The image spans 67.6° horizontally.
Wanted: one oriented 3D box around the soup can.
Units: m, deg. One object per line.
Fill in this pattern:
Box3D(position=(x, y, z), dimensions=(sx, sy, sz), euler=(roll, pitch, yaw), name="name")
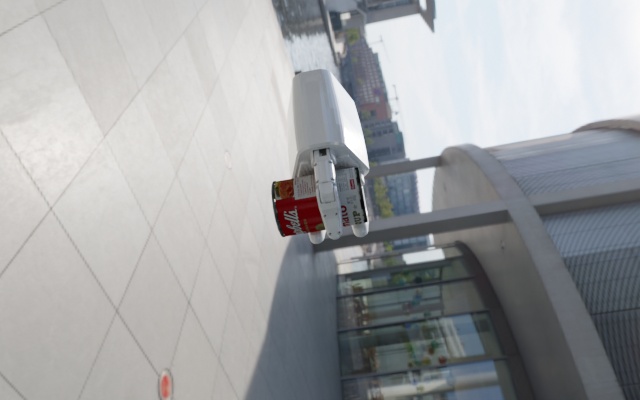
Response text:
Box3D(position=(0.000, 0.002, 0.561), dimensions=(0.102, 0.068, 0.068), euler=(-10, -1, 5), name="soup can")
